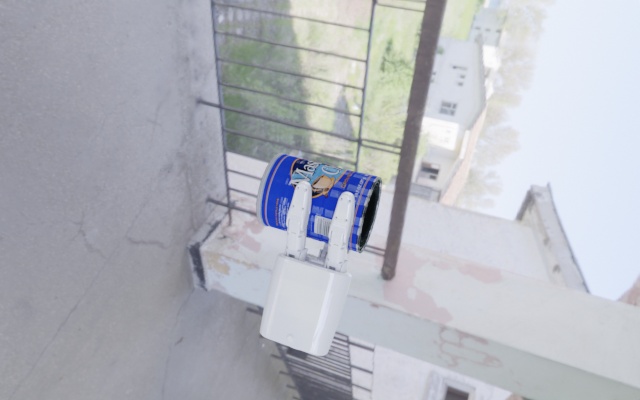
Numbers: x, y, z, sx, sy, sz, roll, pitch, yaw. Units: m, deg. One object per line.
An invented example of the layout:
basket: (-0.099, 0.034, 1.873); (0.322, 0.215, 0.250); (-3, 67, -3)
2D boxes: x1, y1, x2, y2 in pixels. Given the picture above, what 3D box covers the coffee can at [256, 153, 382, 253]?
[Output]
coffee can: (0.000, 0.002, 0.634); (0.140, 0.103, 0.103); (15, 4, 15)
